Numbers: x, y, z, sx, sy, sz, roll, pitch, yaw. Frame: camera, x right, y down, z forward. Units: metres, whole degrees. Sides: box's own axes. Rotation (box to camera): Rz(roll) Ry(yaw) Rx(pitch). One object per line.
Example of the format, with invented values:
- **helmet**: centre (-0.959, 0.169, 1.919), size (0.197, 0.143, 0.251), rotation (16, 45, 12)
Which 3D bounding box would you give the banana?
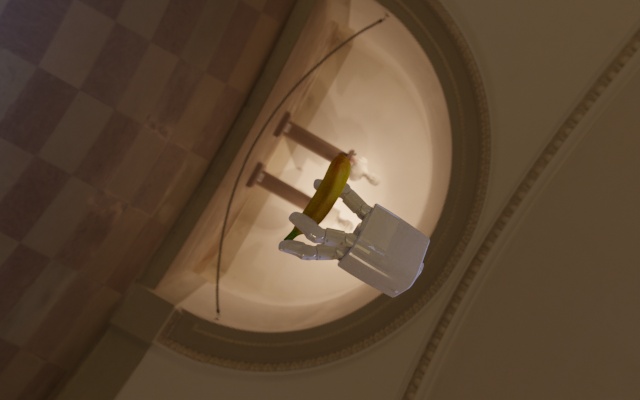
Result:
- **banana**: centre (0.006, -0.005, 0.728), size (0.037, 0.198, 0.069), rotation (34, 39, 3)
